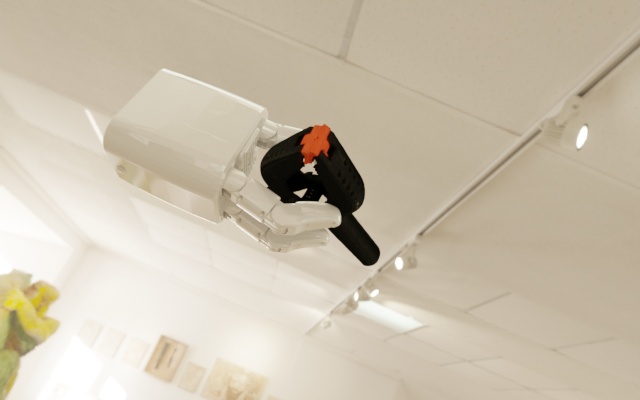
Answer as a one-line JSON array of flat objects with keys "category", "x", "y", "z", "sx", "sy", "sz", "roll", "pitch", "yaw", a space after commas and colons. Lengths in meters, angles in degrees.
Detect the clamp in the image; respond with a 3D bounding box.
[{"category": "clamp", "x": 0.000, "y": 0.000, "z": 0.444, "sx": 0.164, "sy": 0.036, "sz": 0.210, "roll": 23, "pitch": -24, "yaw": -1}]
